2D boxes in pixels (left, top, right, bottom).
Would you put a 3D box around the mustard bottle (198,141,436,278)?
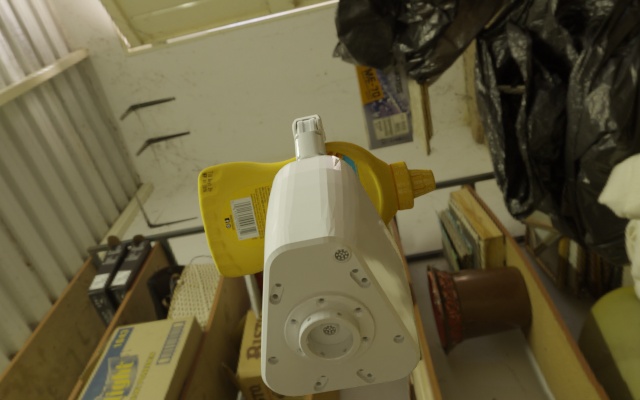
[{"bbox_3d":[0.000,0.001,0.403,0.191,0.096,0.058,-11,2,5],"label":"mustard bottle"}]
